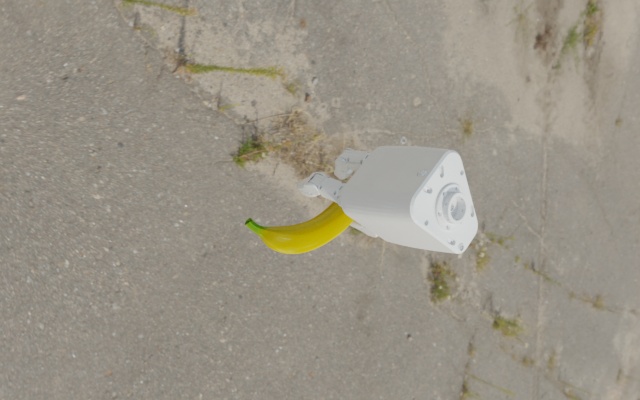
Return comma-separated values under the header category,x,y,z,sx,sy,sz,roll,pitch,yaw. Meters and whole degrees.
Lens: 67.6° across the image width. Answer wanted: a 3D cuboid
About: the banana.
category,x,y,z,sx,sy,sz,roll,pitch,yaw
banana,0.003,0.021,0.619,0.197,0.070,0.037,-25,16,-30
